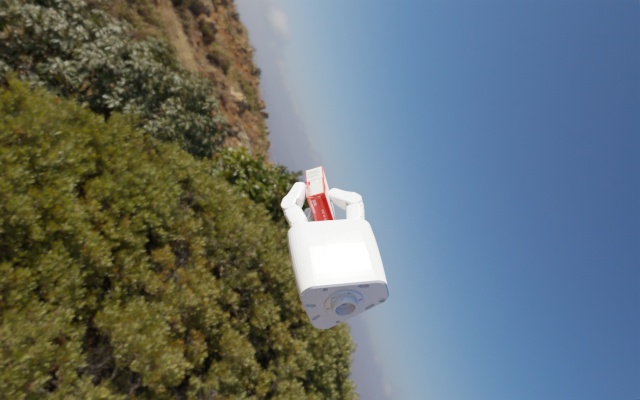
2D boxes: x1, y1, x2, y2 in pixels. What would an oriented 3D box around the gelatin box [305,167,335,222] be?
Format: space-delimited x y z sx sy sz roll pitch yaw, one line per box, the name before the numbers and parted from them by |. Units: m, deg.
gelatin box | 0.001 0.002 0.713 0.030 0.073 0.089 -14 29 5
